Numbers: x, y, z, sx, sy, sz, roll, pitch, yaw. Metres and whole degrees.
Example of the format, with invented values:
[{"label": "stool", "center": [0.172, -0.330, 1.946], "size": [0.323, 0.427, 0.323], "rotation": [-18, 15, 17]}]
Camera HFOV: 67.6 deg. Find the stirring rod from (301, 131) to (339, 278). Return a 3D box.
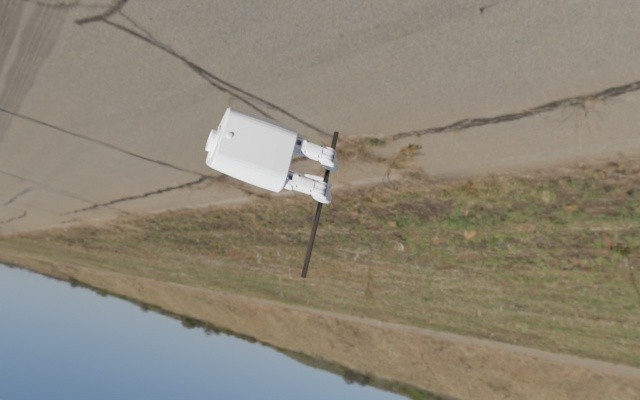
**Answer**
[{"label": "stirring rod", "center": [0.000, 0.002, 0.751], "size": [0.011, 0.239, 0.011], "rotation": [12, -14, 3]}]
